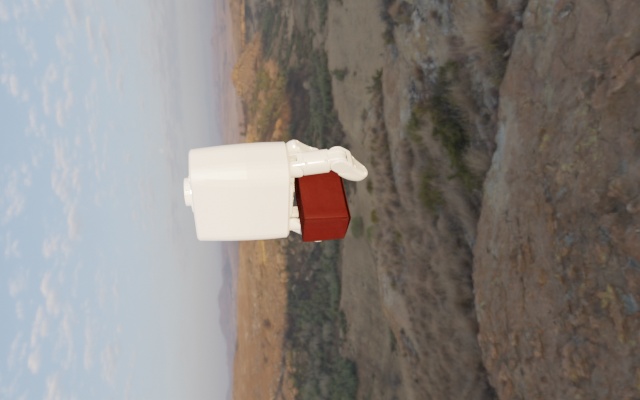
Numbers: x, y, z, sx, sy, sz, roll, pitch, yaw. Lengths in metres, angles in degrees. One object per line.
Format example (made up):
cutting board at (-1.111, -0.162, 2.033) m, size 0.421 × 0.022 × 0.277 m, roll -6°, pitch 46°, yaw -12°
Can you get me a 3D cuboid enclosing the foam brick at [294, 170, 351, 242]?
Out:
foam brick at (0.000, 0.002, 0.551) m, size 0.051 × 0.078 × 0.053 m, roll -5°, pitch -33°, yaw -10°
